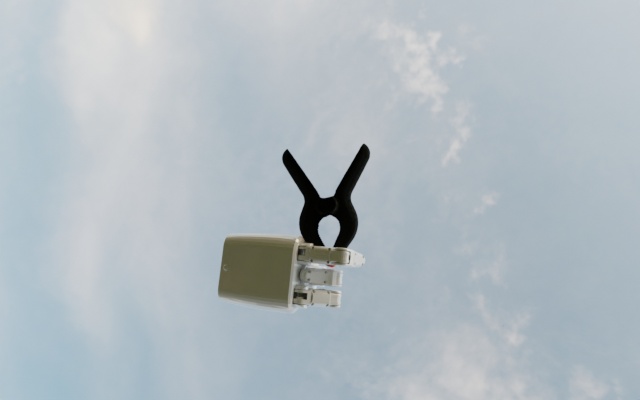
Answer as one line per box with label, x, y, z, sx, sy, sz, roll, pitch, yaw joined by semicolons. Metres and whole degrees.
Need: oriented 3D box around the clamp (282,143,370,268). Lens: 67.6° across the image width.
clamp;0.000;0.002;0.645;0.120;0.171;0.039;4;-12;14
